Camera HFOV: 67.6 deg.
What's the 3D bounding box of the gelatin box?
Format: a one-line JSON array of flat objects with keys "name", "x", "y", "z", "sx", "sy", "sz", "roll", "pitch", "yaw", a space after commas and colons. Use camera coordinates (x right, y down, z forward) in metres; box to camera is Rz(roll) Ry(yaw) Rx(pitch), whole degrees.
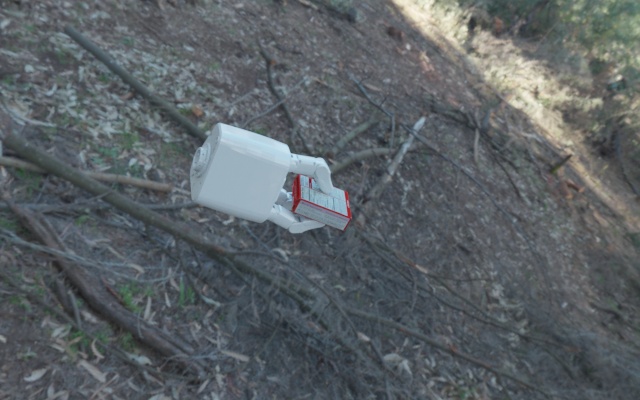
[{"name": "gelatin box", "x": 0.001, "y": 0.002, "z": 0.726, "sx": 0.089, "sy": 0.030, "sz": 0.073, "roll": 20, "pitch": 30, "yaw": -15}]
